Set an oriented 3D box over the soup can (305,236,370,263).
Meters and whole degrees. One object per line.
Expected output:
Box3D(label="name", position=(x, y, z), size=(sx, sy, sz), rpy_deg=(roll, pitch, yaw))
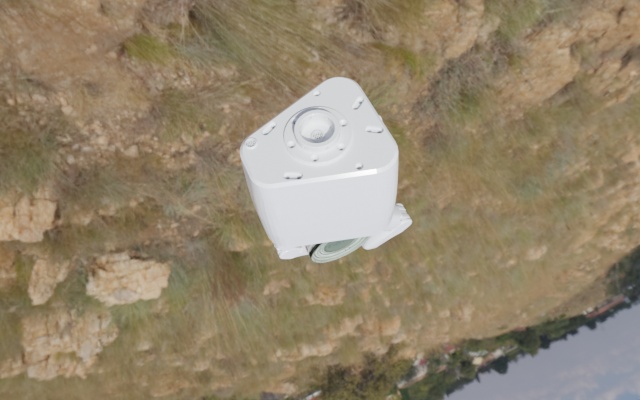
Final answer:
Box3D(label="soup can", position=(0.000, 0.002, 0.475), size=(0.068, 0.102, 0.068), rpy_deg=(-22, -26, -11))
